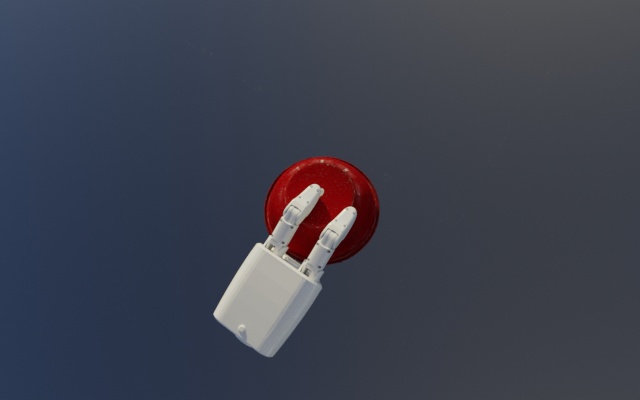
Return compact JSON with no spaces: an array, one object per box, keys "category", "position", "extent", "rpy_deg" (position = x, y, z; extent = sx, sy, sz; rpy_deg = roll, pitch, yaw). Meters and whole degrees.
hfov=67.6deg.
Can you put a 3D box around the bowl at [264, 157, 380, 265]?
[{"category":"bowl","position":[0.001,0.001,0.641],"extent":[0.162,0.162,0.055],"rpy_deg":[0,-22,3]}]
